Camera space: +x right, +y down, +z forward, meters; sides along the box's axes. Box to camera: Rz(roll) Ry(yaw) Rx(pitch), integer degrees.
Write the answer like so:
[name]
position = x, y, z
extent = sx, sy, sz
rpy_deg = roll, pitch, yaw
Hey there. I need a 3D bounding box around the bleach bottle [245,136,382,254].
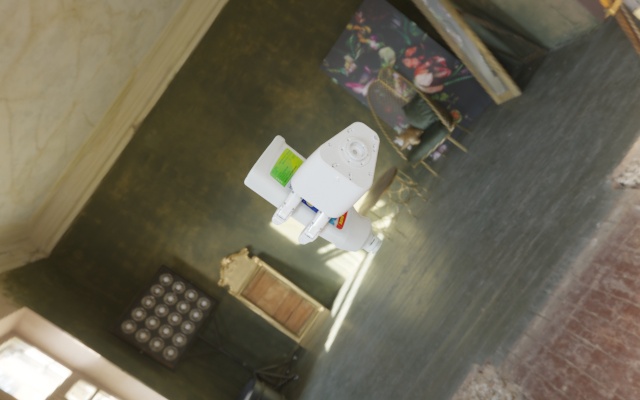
[bleach bottle]
position = 0.000, 0.003, 0.815
extent = 0.251, 0.102, 0.068
rpy_deg = 35, -32, -6
